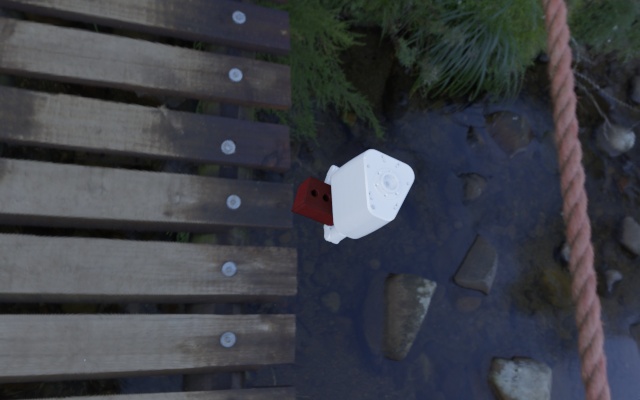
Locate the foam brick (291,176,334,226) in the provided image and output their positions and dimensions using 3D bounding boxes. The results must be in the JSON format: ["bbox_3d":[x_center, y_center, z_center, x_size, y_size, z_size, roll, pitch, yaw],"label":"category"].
[{"bbox_3d":[0.000,0.003,0.810,0.078,0.053,0.051,22,-25,-18],"label":"foam brick"}]
